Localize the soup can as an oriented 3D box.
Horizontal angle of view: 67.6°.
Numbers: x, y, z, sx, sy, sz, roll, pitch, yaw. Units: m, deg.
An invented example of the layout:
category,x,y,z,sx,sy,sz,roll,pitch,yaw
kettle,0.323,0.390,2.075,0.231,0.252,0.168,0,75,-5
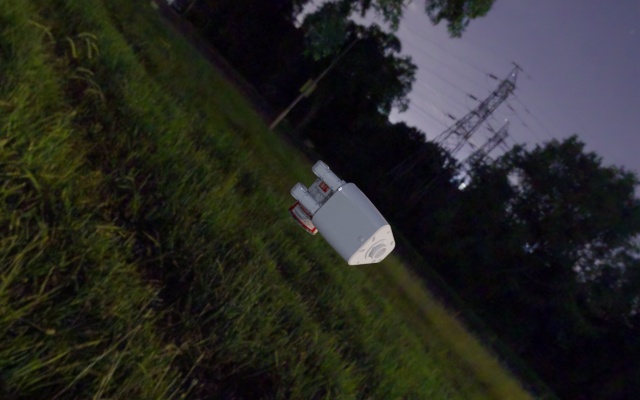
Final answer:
category,x,y,z,sx,sy,sz,roll,pitch,yaw
soup can,0.000,0.002,0.866,0.068,0.102,0.068,43,9,-8
